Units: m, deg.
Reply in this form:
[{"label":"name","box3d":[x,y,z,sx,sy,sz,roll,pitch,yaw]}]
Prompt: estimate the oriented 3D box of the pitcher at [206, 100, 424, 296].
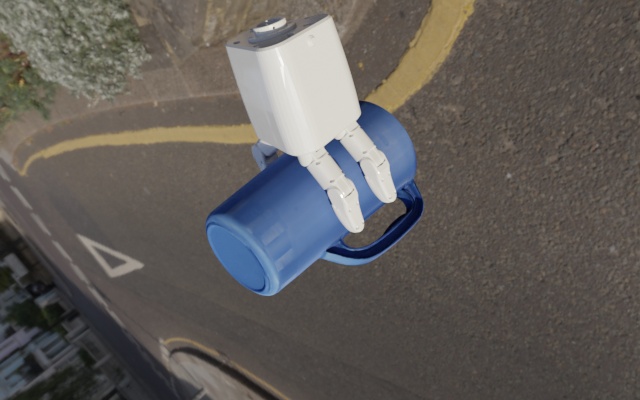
[{"label":"pitcher","box3d":[0.000,0.002,0.549,0.149,0.145,0.242,14,43,43]}]
